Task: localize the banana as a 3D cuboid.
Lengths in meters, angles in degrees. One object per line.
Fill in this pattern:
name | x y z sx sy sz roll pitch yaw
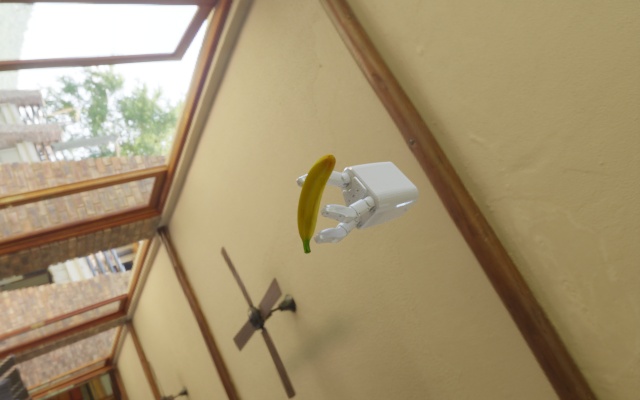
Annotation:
banana | -0.009 -0.005 0.826 0.037 0.198 0.069 -8 37 -29
